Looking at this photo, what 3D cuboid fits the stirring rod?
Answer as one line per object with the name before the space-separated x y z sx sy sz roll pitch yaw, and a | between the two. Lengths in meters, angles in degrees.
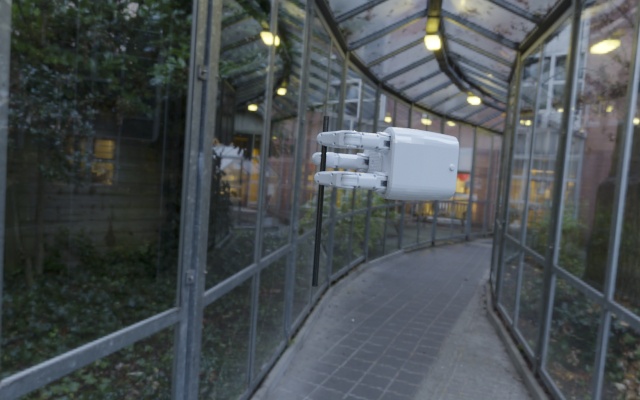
stirring rod | 0.000 0.002 0.675 0.011 0.239 0.011 4 3 0
